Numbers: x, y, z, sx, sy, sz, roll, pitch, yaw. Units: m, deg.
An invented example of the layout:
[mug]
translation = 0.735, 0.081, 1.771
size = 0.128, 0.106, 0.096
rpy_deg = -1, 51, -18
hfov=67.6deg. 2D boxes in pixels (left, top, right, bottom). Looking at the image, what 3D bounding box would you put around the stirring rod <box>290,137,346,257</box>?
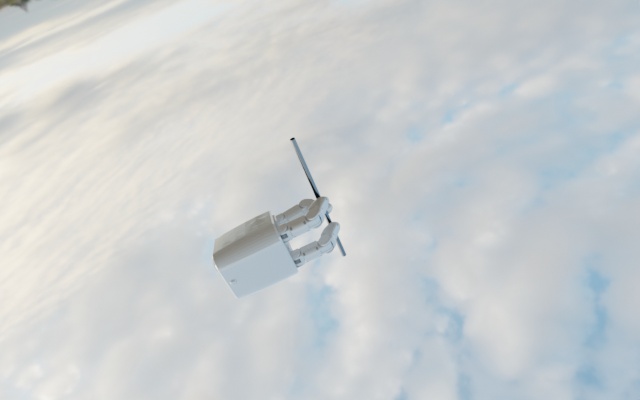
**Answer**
[stirring rod]
translation = 0.000, 0.002, 0.756
size = 0.011, 0.240, 0.011
rpy_deg = -16, 35, 12
